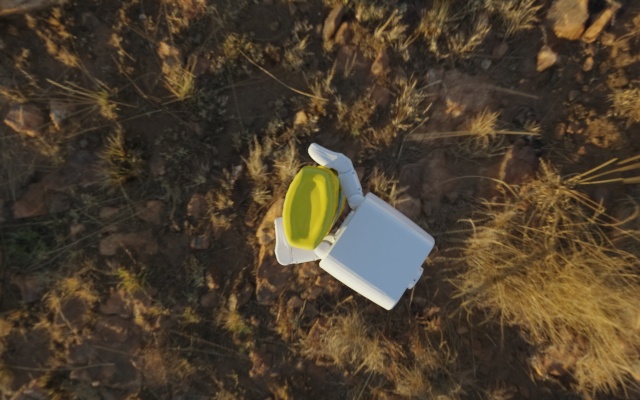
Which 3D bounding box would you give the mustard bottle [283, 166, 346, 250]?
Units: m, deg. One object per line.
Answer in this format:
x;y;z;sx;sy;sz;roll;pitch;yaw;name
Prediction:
0.000;0.002;0.632;0.058;0.096;0.191;10;6;8;mustard bottle
